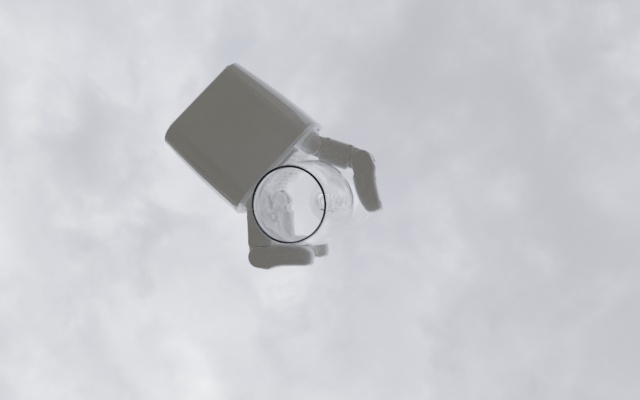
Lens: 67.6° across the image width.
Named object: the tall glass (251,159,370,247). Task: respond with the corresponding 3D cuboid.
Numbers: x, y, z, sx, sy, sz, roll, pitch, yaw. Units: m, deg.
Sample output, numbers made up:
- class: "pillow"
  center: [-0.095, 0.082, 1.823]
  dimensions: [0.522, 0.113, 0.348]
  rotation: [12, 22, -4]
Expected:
- class: "tall glass"
  center: [0.000, 0.002, 0.466]
  dimensions: [0.079, 0.079, 0.201]
  rotation: [0, 1, 15]
